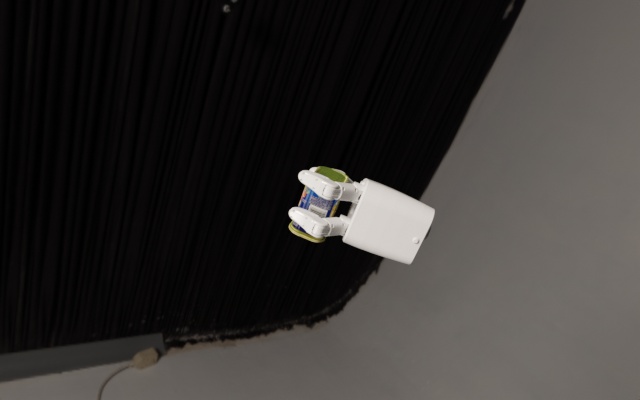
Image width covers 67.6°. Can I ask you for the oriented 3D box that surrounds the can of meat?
[{"bbox_3d":[0.000,0.002,0.720,0.057,0.084,0.102,23,22,4],"label":"can of meat"}]
